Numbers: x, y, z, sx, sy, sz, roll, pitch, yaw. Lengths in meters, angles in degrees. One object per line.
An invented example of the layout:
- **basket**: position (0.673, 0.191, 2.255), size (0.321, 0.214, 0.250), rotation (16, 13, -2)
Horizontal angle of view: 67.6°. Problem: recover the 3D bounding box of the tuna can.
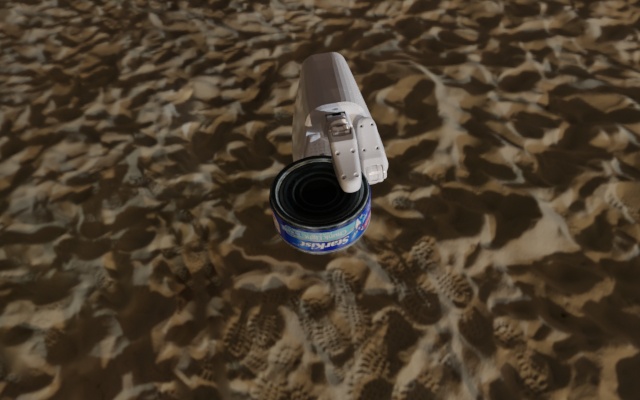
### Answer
- **tuna can**: position (0.000, 0.001, 0.406), size (0.086, 0.086, 0.034), rotation (0, -41, 5)
